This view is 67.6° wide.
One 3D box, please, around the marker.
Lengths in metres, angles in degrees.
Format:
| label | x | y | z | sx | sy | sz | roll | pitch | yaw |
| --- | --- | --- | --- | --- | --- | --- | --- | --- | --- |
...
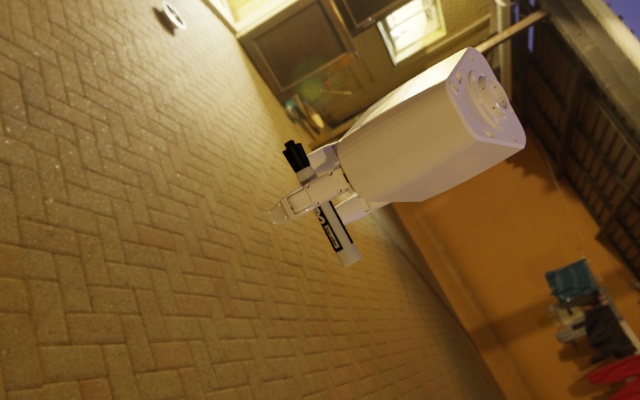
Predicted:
| label | x | y | z | sx | sy | sz | roll | pitch | yaw |
| --- | --- | --- | --- | --- | --- | --- | --- | --- | --- |
| marker | 0.000 | 0.001 | 0.421 | 0.020 | 0.121 | 0.020 | -28 | -1 | -1 |
